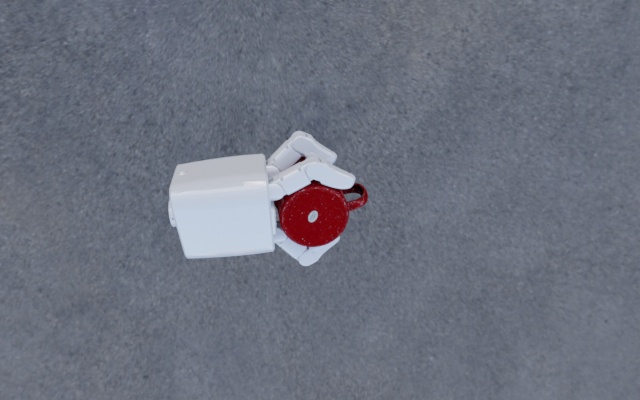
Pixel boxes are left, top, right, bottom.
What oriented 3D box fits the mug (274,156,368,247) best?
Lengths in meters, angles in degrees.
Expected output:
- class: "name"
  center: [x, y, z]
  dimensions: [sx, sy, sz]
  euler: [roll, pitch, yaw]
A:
- class: "mug"
  center: [0.002, 0.002, 0.580]
  dimensions: [0.117, 0.093, 0.081]
  euler: [-7, 26, -6]
